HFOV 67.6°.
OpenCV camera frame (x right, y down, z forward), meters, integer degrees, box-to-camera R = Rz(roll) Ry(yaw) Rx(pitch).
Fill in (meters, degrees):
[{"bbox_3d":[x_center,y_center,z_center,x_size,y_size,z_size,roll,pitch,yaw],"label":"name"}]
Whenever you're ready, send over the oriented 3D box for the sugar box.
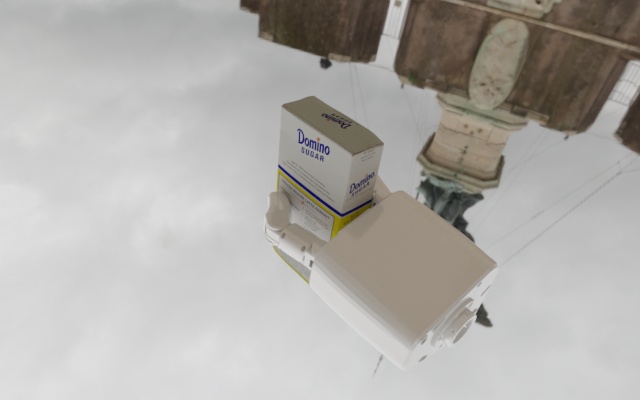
[{"bbox_3d":[0.001,0.001,0.453,0.048,0.176,0.093,-24,49,-36],"label":"sugar box"}]
